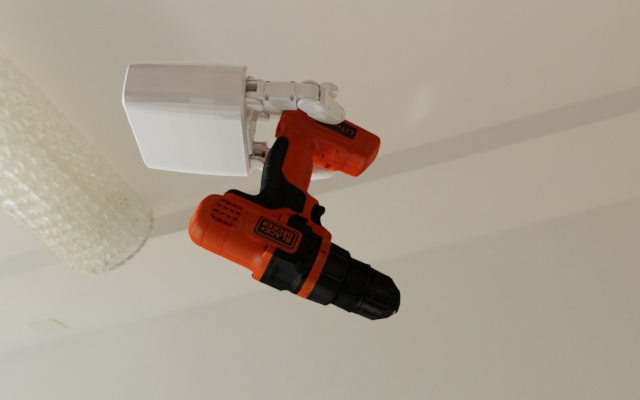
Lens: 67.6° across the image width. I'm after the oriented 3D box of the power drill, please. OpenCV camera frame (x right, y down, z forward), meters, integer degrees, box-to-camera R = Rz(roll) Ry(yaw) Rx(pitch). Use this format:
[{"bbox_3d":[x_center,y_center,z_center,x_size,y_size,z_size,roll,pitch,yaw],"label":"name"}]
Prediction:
[{"bbox_3d":[0.000,0.001,0.435,0.184,0.187,0.057,26,-43,-6],"label":"power drill"}]
